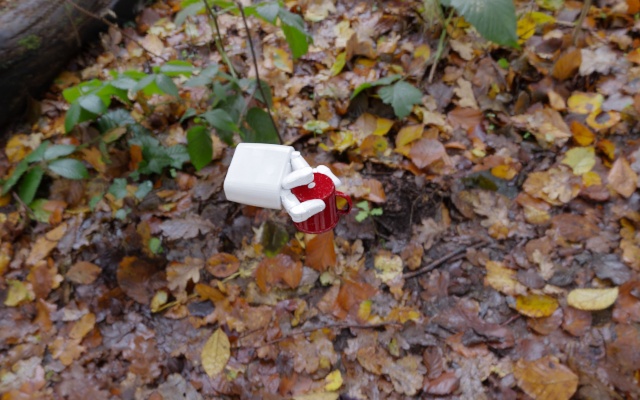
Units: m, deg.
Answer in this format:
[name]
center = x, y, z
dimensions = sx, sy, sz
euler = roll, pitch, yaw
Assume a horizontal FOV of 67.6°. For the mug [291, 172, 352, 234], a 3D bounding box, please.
[mug]
center = 0.002, 0.003, 0.881
dimensions = 0.117, 0.093, 0.082
euler = 6, -44, 11
